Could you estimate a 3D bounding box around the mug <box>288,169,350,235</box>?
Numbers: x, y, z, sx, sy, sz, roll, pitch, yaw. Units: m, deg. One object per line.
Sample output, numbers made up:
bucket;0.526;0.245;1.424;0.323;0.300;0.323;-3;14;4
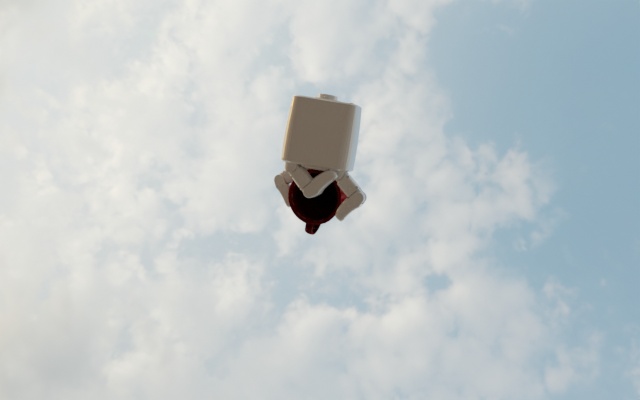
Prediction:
mug;0.000;0.004;0.822;0.093;0.117;0.081;16;10;18
